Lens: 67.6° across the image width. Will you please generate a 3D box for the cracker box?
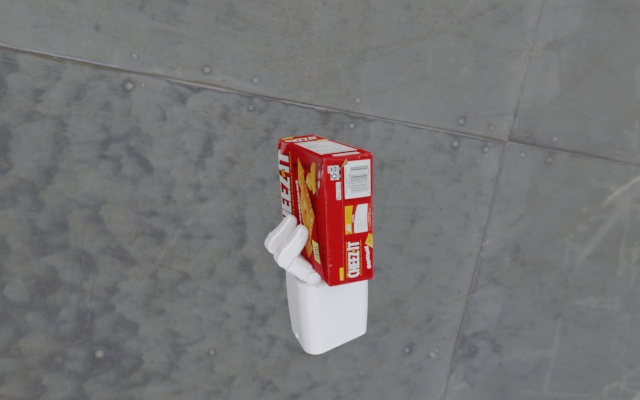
[{"bbox_3d":[0.000,0.002,0.669,0.072,0.164,0.213,-7,15,-19],"label":"cracker box"}]
